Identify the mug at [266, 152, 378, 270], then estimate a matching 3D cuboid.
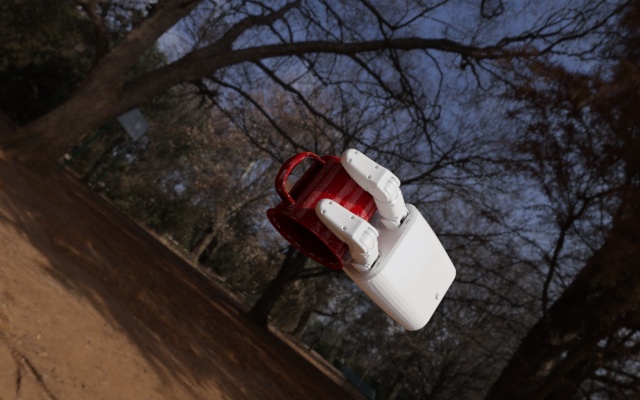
[{"bbox_3d":[-0.001,0.000,0.473,0.093,0.081,0.117,12,-31,52],"label":"mug"}]
